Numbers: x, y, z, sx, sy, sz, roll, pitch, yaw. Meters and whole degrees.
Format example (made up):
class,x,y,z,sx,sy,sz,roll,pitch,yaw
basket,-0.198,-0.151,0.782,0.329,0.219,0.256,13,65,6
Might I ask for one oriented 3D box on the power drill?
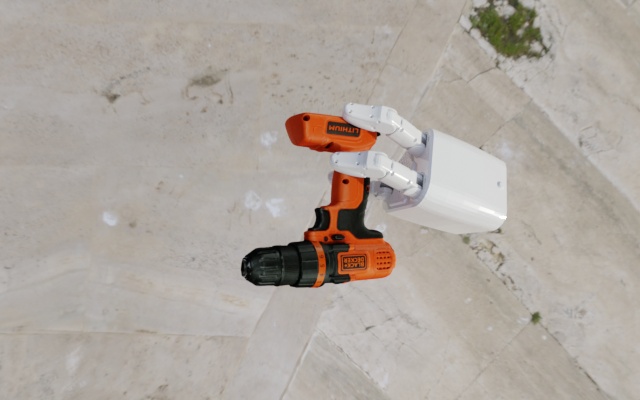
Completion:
class,x,y,z,sx,sy,sz,roll,pitch,yaw
power drill,0.000,0.001,0.530,0.184,0.187,0.057,1,-2,-31
